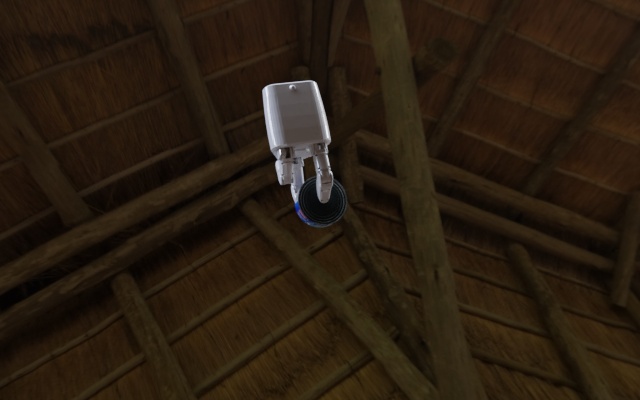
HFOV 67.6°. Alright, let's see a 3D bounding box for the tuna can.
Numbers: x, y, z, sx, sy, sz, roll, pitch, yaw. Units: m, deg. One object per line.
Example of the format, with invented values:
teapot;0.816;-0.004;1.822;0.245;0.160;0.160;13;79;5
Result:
tuna can;0.000;0.003;0.814;0.086;0.086;0.034;0;-13;-15
